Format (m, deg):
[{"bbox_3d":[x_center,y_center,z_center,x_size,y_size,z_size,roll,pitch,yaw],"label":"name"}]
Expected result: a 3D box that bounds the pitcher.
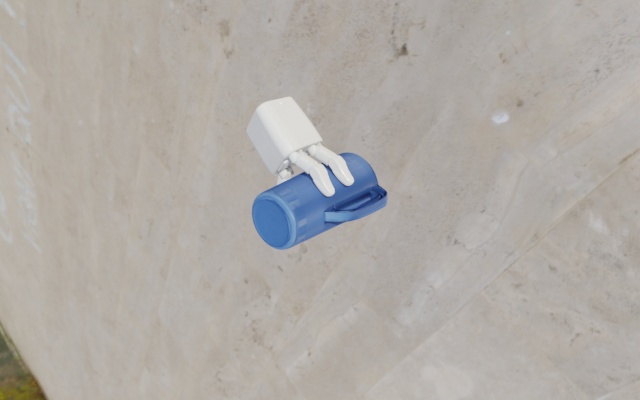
[{"bbox_3d":[0.000,0.003,0.894,0.242,0.145,0.149,-26,-10,-45],"label":"pitcher"}]
